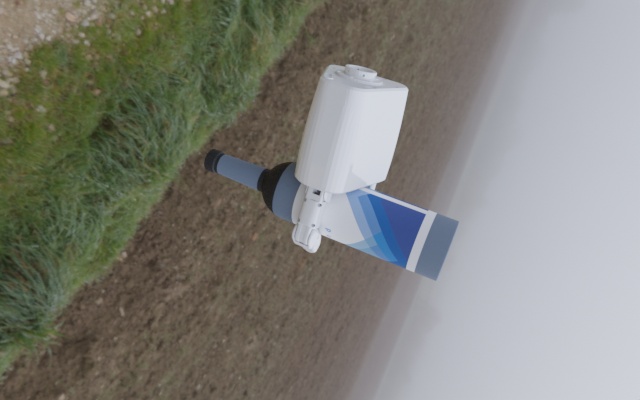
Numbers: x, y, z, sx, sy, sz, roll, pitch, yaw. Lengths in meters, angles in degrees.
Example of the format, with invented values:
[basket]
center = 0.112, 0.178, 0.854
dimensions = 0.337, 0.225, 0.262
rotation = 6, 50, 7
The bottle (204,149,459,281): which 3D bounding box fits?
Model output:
[bottle]
center = 0.000, 0.002, 0.534
dimensions = 0.295, 0.069, 0.069
rotation = 21, 6, 16
